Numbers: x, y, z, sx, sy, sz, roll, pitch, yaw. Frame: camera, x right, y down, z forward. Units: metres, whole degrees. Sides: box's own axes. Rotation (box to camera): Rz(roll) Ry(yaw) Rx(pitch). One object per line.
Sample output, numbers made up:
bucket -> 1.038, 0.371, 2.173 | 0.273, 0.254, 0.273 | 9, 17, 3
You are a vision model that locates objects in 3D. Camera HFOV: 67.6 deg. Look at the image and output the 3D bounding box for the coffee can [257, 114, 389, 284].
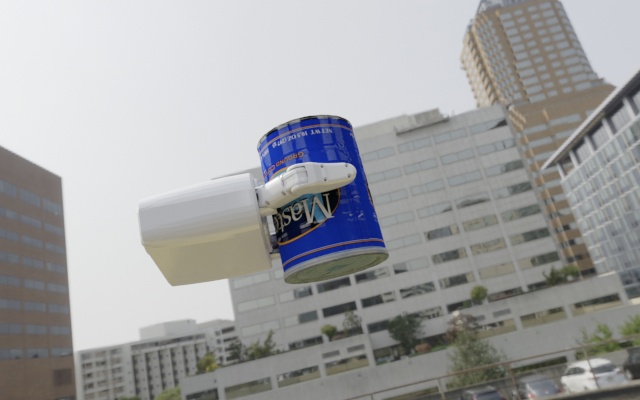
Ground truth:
coffee can -> 0.000, 0.002, 0.475 | 0.103, 0.140, 0.103 | -12, -17, -4
